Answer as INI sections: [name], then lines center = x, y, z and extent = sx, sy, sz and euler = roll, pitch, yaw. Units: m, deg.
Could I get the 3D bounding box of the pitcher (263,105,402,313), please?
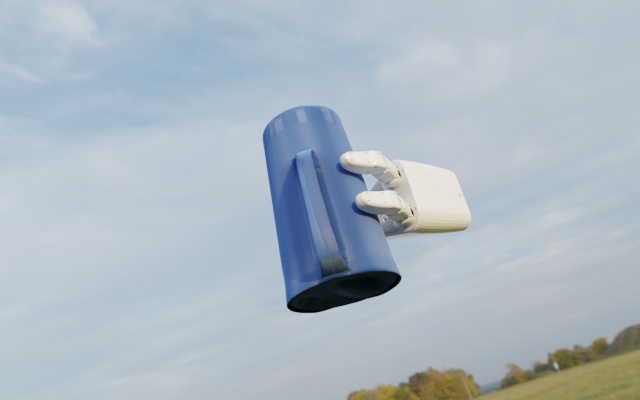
[pitcher]
center = 0.000, 0.002, 0.578
extent = 0.145, 0.242, 0.149
euler = 5, -32, -36
